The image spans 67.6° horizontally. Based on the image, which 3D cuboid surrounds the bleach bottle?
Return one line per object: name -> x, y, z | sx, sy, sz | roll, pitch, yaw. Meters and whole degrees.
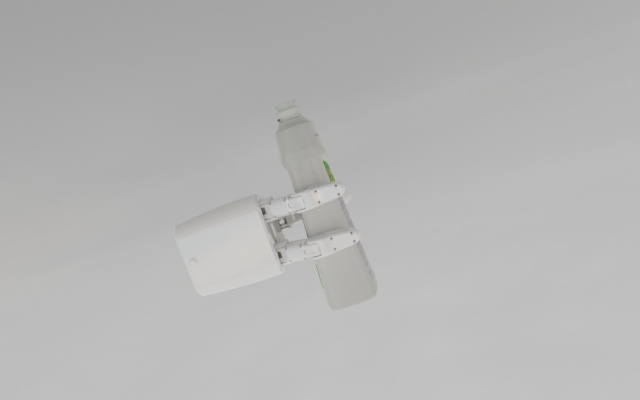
bleach bottle -> 0.000, 0.002, 0.588 | 0.068, 0.251, 0.102 | -19, 8, 4
